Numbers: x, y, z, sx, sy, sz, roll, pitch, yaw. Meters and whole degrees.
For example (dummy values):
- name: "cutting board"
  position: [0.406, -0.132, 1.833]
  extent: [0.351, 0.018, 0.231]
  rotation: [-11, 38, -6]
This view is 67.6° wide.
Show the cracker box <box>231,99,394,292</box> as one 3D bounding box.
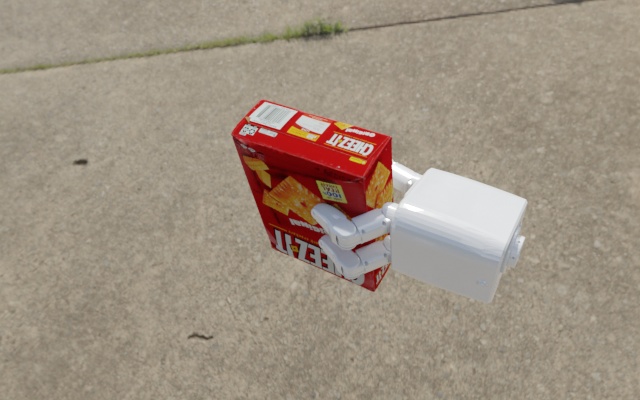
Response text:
- name: "cracker box"
  position: [0.000, 0.002, 0.560]
  extent: [0.164, 0.072, 0.214]
  rotation: [21, -34, 25]
